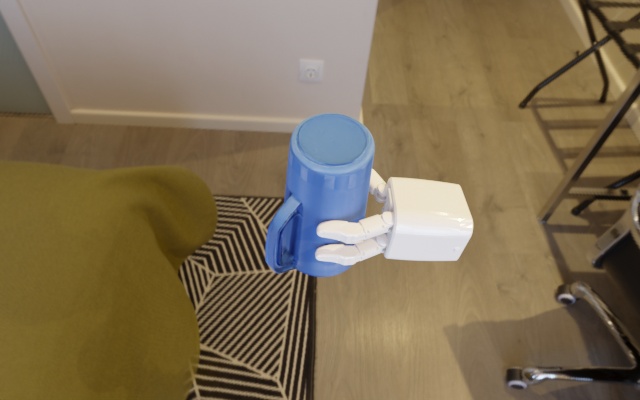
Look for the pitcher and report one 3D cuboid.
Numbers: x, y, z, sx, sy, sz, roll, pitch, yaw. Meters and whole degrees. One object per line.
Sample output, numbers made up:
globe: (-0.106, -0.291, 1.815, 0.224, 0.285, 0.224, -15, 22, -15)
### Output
pitcher: (0.000, 0.002, 0.684, 0.145, 0.149, 0.243, 6, -38, 0)
